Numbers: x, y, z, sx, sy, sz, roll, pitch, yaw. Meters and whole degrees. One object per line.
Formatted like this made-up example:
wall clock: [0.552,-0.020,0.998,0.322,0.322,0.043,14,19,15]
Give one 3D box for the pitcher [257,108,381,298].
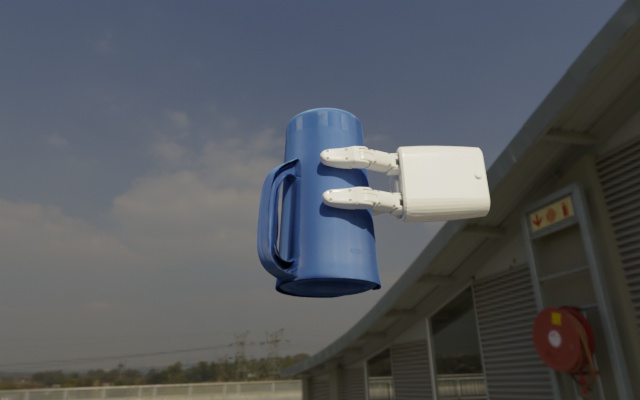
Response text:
pitcher: [0.000,0.002,0.631,0.145,0.242,0.149,-2,-21,2]
